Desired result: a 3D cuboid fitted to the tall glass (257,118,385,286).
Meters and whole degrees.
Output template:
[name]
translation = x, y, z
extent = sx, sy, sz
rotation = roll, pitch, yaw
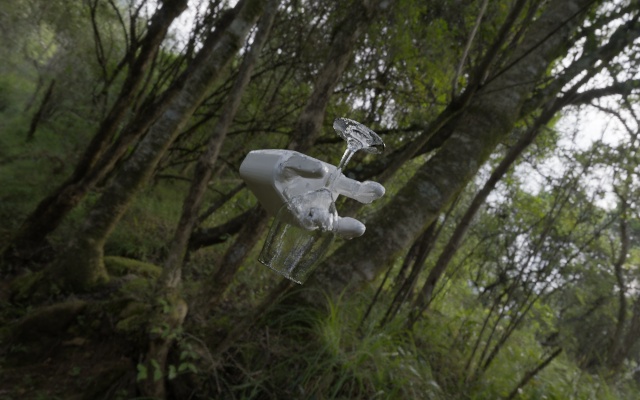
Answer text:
[tall glass]
translation = 0.000, 0.001, 0.586
extent = 0.079, 0.201, 0.079
rotation = 29, -12, 7
